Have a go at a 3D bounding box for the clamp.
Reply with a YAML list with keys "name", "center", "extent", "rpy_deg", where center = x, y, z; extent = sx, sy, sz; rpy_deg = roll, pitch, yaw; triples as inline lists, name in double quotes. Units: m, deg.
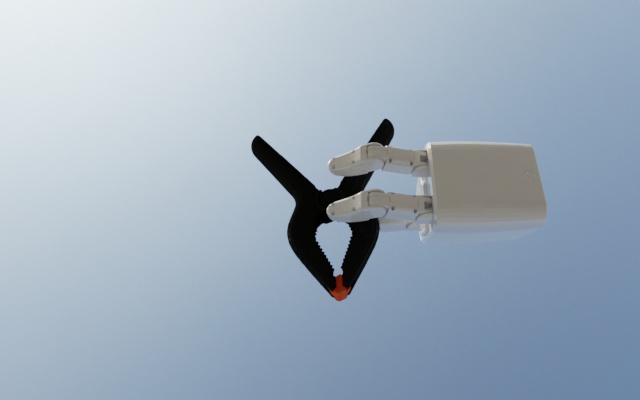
- name: "clamp"
  center: [0.000, 0.003, 0.509]
  extent: [0.164, 0.209, 0.036]
  rpy_deg: [-2, -29, 6]
